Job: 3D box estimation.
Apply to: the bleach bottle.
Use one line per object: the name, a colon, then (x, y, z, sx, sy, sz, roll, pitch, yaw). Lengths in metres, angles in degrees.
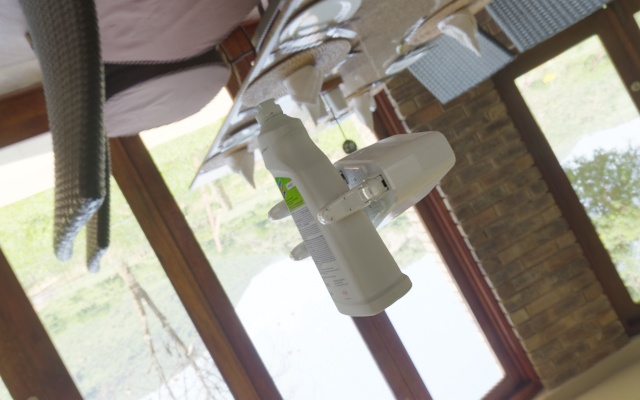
bleach bottle: (0.000, 0.002, 0.524, 0.068, 0.251, 0.102, -29, 1, -27)
